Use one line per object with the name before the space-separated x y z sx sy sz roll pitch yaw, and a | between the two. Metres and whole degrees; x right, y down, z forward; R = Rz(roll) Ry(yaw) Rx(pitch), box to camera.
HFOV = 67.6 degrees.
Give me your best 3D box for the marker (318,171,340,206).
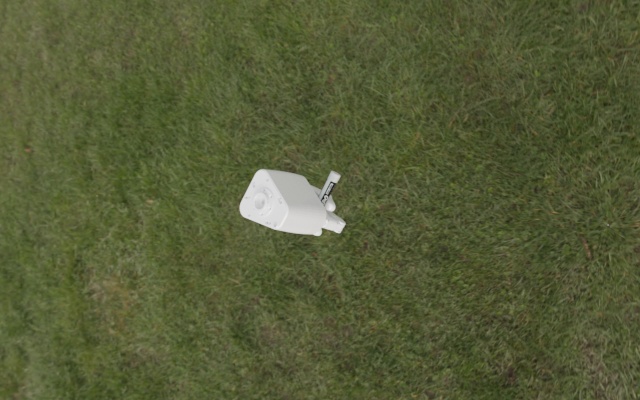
marker | 0.000 0.003 0.869 0.020 0.121 0.020 27 14 -7
